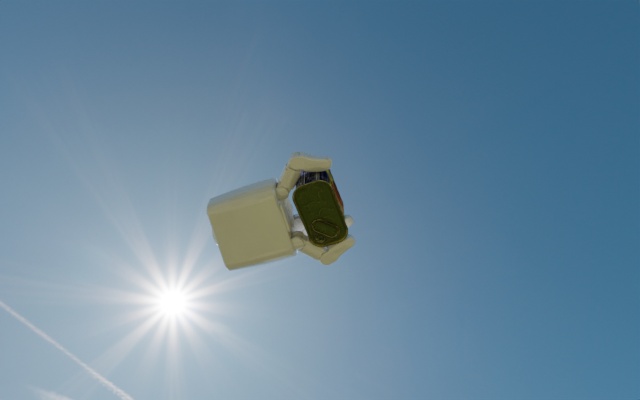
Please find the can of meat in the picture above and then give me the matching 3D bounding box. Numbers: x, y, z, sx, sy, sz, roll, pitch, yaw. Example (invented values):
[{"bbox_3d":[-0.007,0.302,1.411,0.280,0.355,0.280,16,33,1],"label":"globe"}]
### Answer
[{"bbox_3d":[0.000,0.002,0.696,0.057,0.102,0.084,-18,25,8],"label":"can of meat"}]
